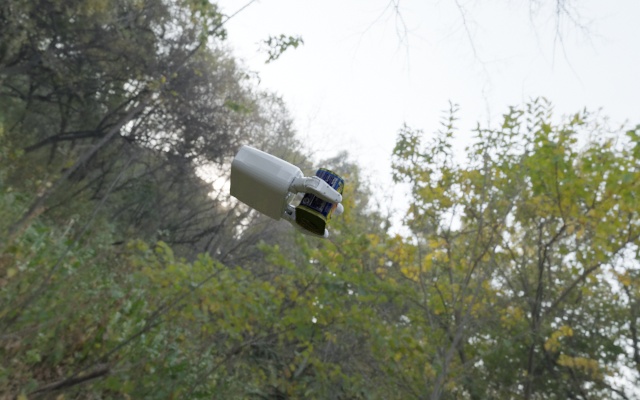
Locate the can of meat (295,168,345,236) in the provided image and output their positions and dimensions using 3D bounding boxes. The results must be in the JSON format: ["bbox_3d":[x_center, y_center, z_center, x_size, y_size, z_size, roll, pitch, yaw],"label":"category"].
[{"bbox_3d":[0.000,0.002,0.824,0.057,0.084,0.102,25,-20,7],"label":"can of meat"}]
